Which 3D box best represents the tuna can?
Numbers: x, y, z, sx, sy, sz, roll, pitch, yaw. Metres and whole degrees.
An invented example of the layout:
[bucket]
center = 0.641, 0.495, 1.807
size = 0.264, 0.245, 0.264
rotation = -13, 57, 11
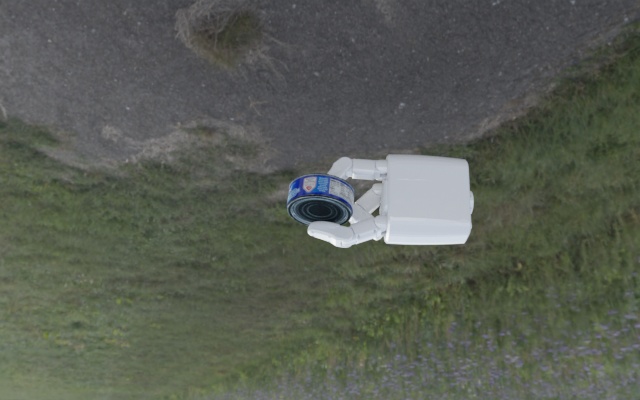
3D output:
[tuna can]
center = 0.000, 0.002, 0.612
size = 0.086, 0.033, 0.086
rotation = 5, -30, 3
